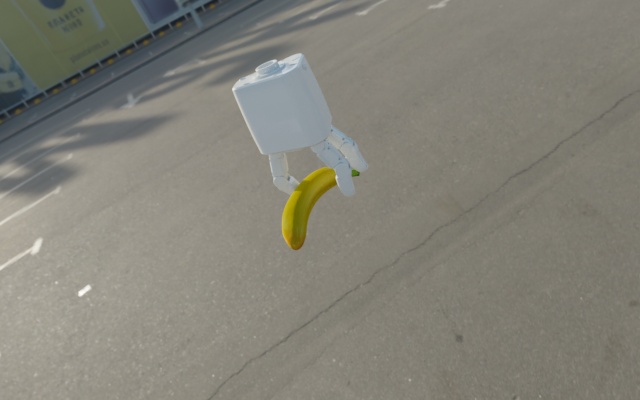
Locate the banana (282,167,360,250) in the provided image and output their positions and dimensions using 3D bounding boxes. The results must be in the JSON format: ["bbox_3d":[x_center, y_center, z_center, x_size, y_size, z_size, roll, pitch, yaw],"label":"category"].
[{"bbox_3d":[-0.014,0.000,0.702,0.069,0.037,0.197,1,37,34],"label":"banana"}]
